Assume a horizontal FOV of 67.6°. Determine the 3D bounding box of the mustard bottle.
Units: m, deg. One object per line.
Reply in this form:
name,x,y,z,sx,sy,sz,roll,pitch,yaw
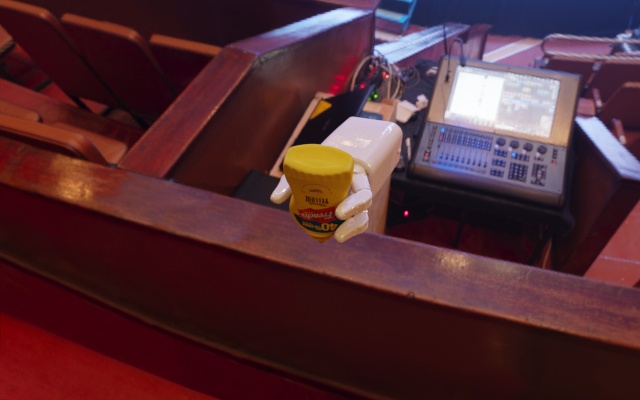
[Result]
mustard bottle,0.000,0.002,0.718,0.096,0.058,0.192,6,-39,7
